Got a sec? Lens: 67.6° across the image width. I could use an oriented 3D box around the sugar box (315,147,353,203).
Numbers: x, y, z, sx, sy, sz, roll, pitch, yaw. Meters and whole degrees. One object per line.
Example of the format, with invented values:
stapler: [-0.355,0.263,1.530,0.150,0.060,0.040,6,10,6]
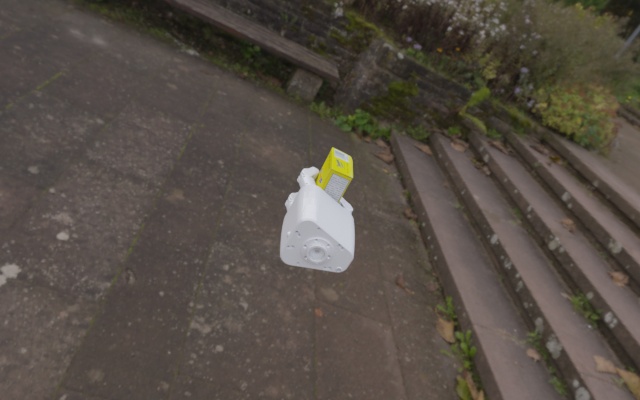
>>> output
sugar box: [0.000,0.003,0.849,0.048,0.176,0.093,25,27,-11]
